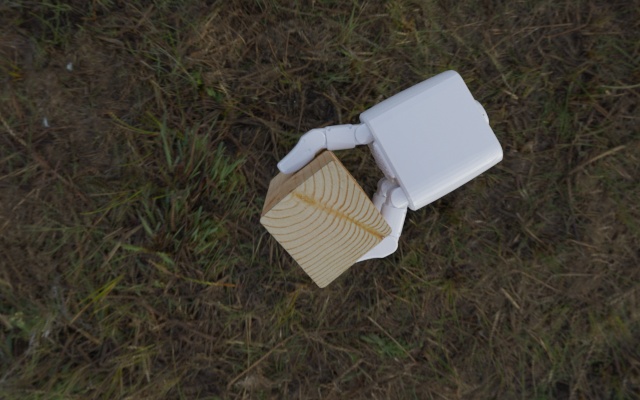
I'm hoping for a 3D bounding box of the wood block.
[{"bbox_3d":[0.000,0.001,0.534,0.090,0.091,0.206,-39,11,5],"label":"wood block"}]
